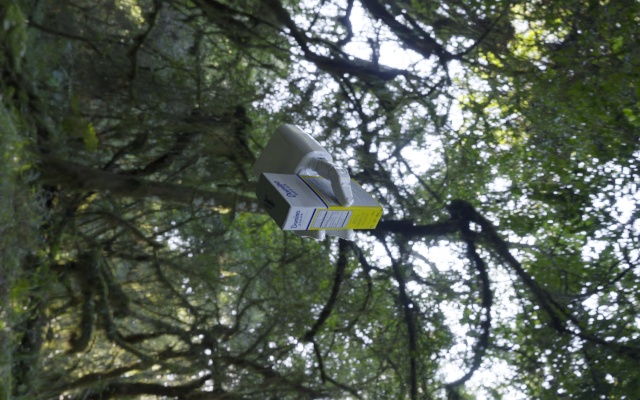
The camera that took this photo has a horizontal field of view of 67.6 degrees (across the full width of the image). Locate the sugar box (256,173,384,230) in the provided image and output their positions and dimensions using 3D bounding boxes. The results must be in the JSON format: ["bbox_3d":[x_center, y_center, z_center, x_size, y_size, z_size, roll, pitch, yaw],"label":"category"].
[{"bbox_3d":[0.000,0.003,0.710,0.176,0.048,0.093,0,33,-36],"label":"sugar box"}]
